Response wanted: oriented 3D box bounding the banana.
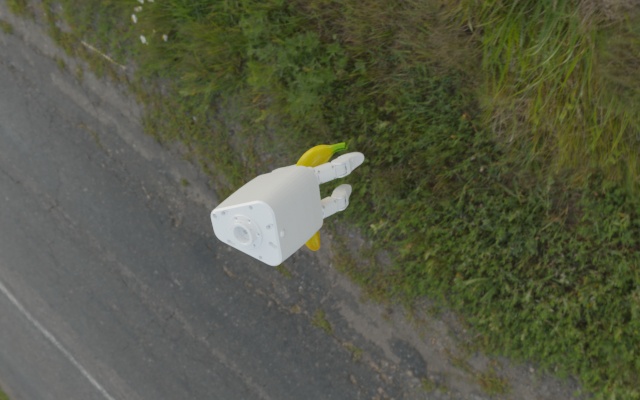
[{"bbox_3d":[-0.016,-0.007,0.735,0.069,0.198,0.037,23,34,13],"label":"banana"}]
